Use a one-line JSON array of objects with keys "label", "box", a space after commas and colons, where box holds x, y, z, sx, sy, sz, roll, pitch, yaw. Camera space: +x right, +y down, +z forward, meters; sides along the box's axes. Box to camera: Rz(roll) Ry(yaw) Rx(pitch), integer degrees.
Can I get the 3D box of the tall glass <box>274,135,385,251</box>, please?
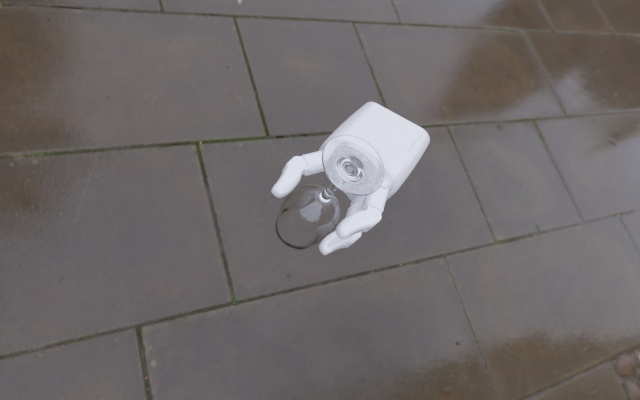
[{"label": "tall glass", "box": [0.000, 0.002, 0.595, 0.079, 0.079, 0.201, 0, -25, -24]}]
